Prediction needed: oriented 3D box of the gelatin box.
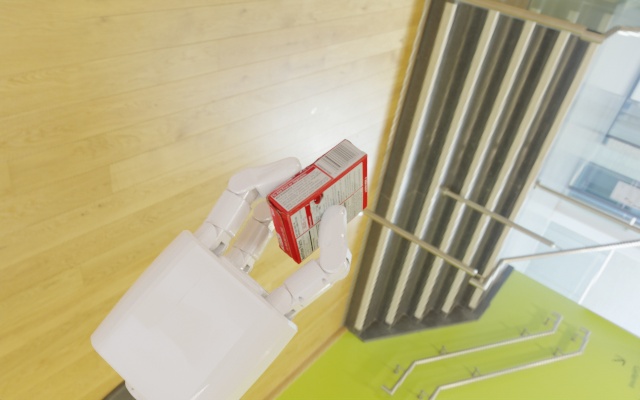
[{"bbox_3d":[0.001,0.001,0.403,0.089,0.073,0.030,-38,58,-20],"label":"gelatin box"}]
